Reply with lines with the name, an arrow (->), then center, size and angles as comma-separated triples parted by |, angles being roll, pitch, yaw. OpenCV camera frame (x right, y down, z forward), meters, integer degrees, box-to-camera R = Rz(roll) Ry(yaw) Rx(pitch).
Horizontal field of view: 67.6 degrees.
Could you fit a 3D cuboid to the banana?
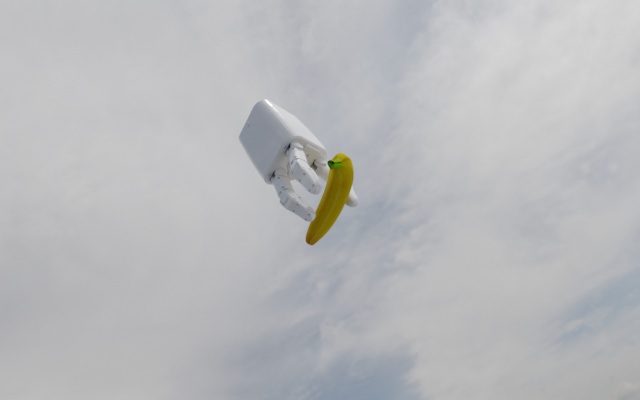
banana -> 0.015, -0.008, 0.721 | 0.069, 0.037, 0.198 | -29, -29, -31
